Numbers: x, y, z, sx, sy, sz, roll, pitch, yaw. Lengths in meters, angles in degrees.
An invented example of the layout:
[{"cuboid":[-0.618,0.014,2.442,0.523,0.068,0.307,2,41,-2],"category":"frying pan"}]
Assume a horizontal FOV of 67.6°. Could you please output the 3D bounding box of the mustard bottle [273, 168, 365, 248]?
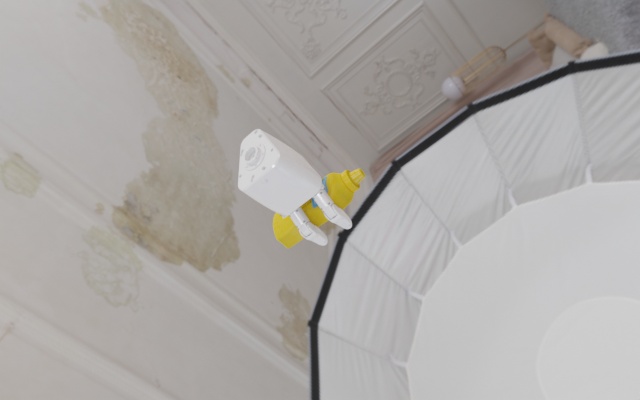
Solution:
[{"cuboid":[0.000,0.003,0.866,0.192,0.058,0.096,-36,26,20],"category":"mustard bottle"}]
